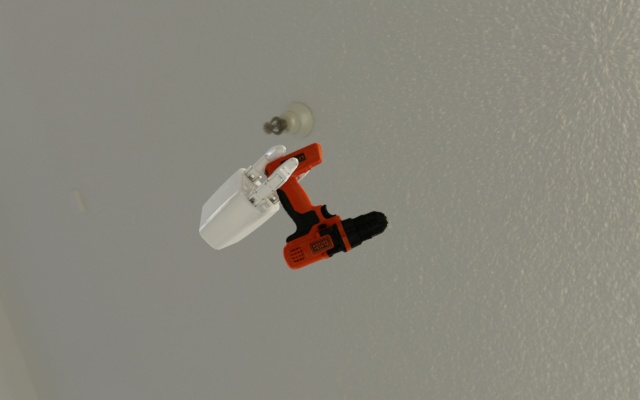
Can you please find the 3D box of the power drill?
[{"bbox_3d":[0.000,0.002,0.803,0.184,0.187,0.057,-23,-7,0],"label":"power drill"}]
